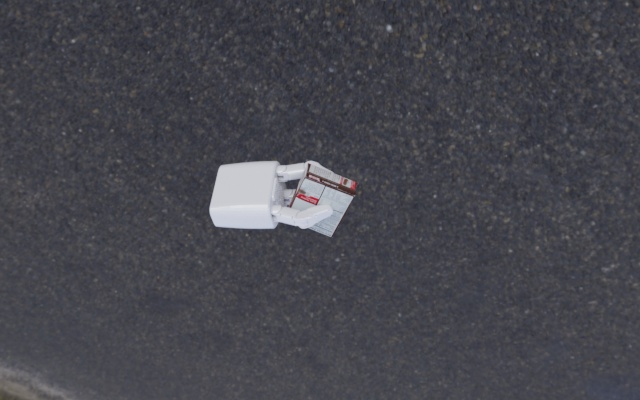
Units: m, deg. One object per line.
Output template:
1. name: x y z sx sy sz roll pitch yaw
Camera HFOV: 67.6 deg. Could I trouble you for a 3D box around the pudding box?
1. pudding box: 0.000 0.003 0.796 0.090 0.039 0.114 21 -46 -7
